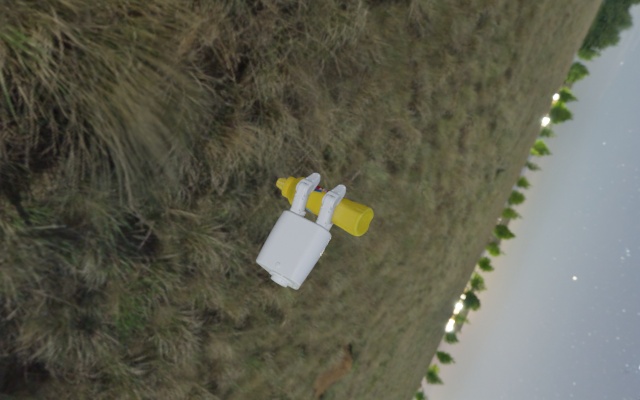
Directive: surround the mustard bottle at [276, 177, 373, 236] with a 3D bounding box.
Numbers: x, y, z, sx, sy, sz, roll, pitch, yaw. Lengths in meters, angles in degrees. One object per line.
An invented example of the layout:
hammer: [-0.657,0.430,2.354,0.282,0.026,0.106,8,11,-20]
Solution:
mustard bottle: [0.001,0.003,0.896,0.191,0.058,0.096,25,7,19]
